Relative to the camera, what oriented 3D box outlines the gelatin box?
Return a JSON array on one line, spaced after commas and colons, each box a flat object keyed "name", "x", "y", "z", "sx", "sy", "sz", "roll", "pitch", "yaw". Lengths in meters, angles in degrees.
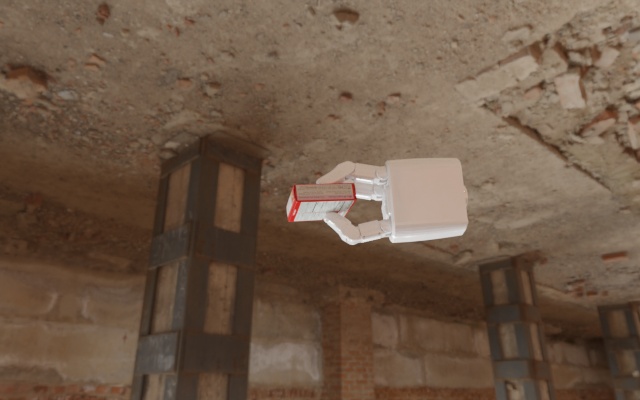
[{"name": "gelatin box", "x": 0.000, "y": 0.003, "z": 0.686, "sx": 0.089, "sy": 0.030, "sz": 0.073, "roll": -3, "pitch": -23, "yaw": -14}]
